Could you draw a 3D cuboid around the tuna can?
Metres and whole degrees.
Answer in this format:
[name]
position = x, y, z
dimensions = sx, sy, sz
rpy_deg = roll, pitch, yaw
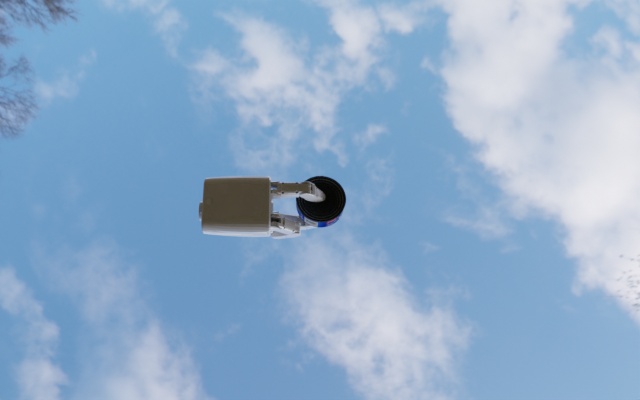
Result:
[tuna can]
position = 0.000, 0.003, 0.825
dimensions = 0.086, 0.086, 0.034
rpy_deg = 0, -23, -3
